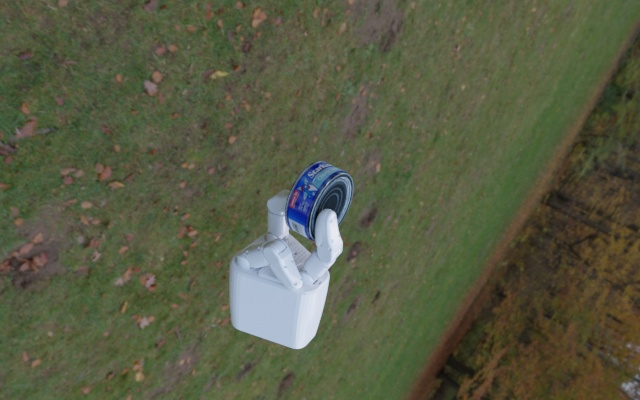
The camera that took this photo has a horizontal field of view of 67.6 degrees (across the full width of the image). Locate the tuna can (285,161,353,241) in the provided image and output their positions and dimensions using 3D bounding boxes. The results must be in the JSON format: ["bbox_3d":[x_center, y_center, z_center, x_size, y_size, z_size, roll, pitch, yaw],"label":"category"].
[{"bbox_3d":[0.001,0.002,0.531,0.033,0.086,0.086,26,13,27],"label":"tuna can"}]
